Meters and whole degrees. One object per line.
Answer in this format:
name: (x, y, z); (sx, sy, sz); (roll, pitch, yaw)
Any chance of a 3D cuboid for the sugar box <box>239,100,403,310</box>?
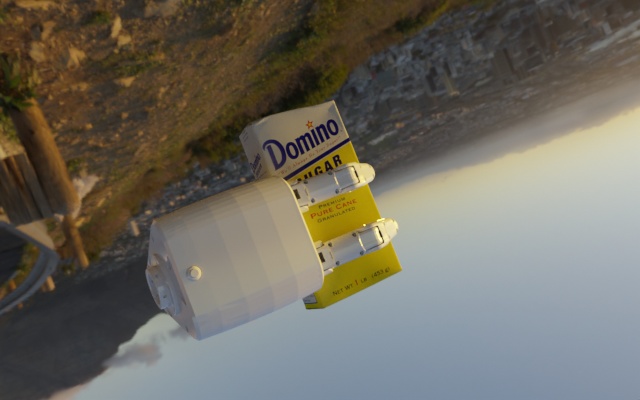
sugar box: (0.000, 0.001, 0.446); (0.093, 0.176, 0.048); (-21, -1, -27)
